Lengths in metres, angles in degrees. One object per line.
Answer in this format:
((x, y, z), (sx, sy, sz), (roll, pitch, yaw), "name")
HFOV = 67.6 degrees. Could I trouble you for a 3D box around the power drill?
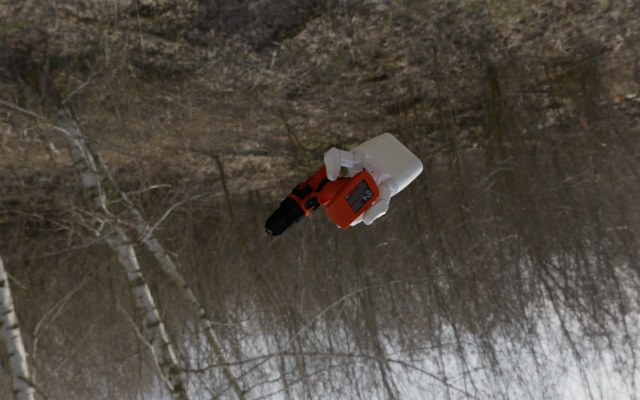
((0.001, 0.003, 0.845), (0.184, 0.057, 0.187), (-45, 25, -21), "power drill")
